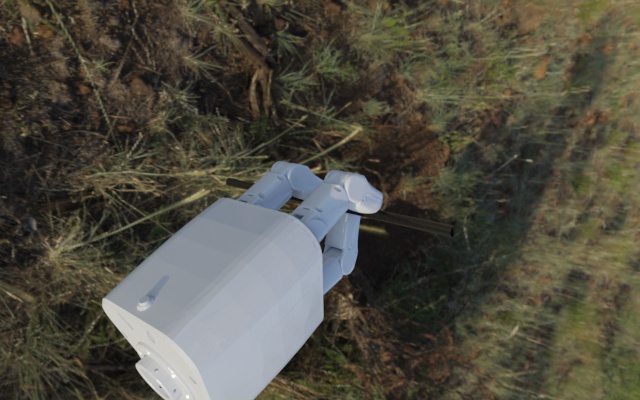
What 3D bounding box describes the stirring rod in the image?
[{"bbox_3d":[0.000,0.001,0.407,0.239,0.011,0.011,12,8,38],"label":"stirring rod"}]
